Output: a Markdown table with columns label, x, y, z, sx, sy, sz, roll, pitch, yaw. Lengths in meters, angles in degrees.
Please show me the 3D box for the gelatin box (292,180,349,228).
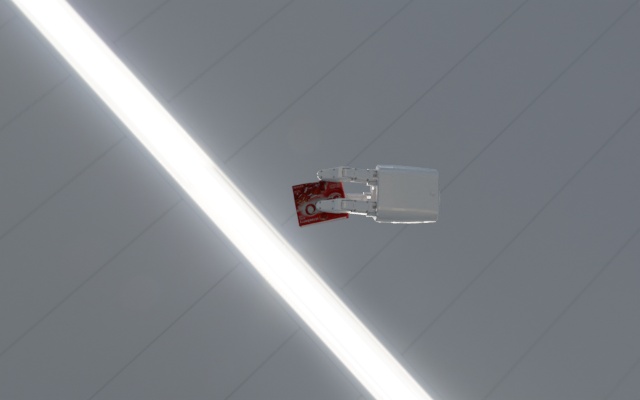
| label | x | y | z | sx | sy | sz | roll | pitch | yaw |
| --- | --- | --- | --- | --- | --- | --- | --- | --- | --- |
| gelatin box | 0.000 | 0.003 | 0.837 | 0.089 | 0.073 | 0.030 | -11 | -10 | 3 |
